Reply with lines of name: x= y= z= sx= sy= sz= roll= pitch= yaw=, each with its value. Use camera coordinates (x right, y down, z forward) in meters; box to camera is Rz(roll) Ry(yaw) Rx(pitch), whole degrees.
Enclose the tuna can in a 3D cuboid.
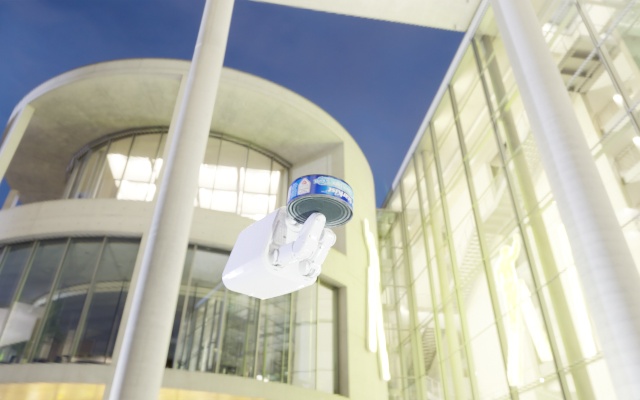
tuna can: x=0.000 y=0.001 z=0.612 sx=0.086 sy=0.033 sz=0.086 roll=4 pitch=-30 yaw=2
